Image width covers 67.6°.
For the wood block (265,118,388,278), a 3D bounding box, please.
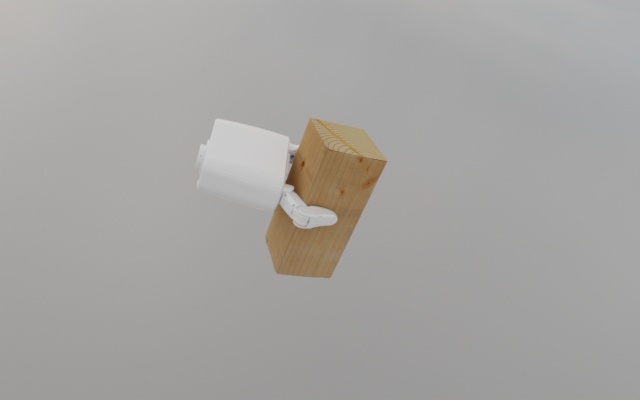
[{"bbox_3d":[0.000,0.002,0.676,0.090,0.206,0.090,9,32,-25],"label":"wood block"}]
